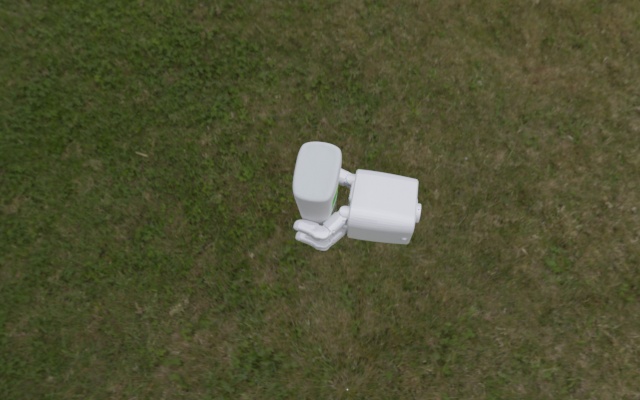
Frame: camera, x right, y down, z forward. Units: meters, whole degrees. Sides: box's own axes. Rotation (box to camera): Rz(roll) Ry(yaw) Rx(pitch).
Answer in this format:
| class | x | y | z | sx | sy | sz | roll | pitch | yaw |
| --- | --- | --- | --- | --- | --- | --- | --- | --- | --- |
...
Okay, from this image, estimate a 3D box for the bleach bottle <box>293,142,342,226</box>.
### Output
| class | x | y | z | sx | sy | sz | roll | pitch | yaw |
| --- | --- | --- | --- | --- | --- | --- | --- | --- | --- |
| bleach bottle | 0.000 | 0.003 | 0.822 | 0.068 | 0.102 | 0.251 | 9 | -21 | 6 |
